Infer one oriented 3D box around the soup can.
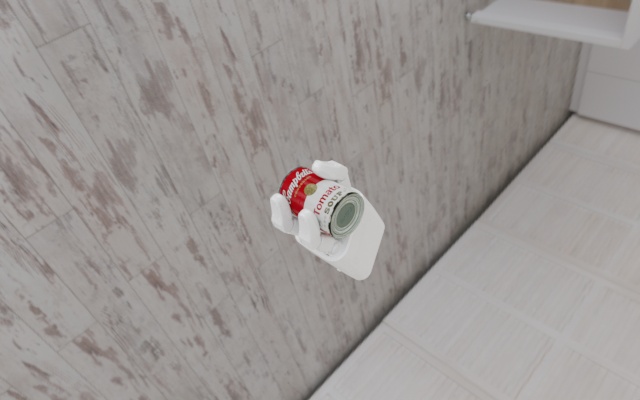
[{"bbox_3d":[0.000,0.002,0.648,0.102,0.068,0.068,28,18,37],"label":"soup can"}]
